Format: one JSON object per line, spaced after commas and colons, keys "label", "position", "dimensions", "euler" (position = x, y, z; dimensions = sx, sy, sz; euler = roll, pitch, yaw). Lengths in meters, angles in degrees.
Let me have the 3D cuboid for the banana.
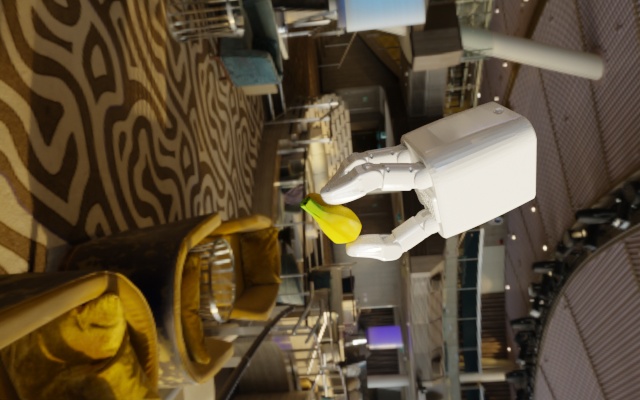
{"label": "banana", "position": [0.012, 0.016, 0.533], "dimensions": [0.037, 0.069, 0.198], "euler": [-41, 2, -1]}
